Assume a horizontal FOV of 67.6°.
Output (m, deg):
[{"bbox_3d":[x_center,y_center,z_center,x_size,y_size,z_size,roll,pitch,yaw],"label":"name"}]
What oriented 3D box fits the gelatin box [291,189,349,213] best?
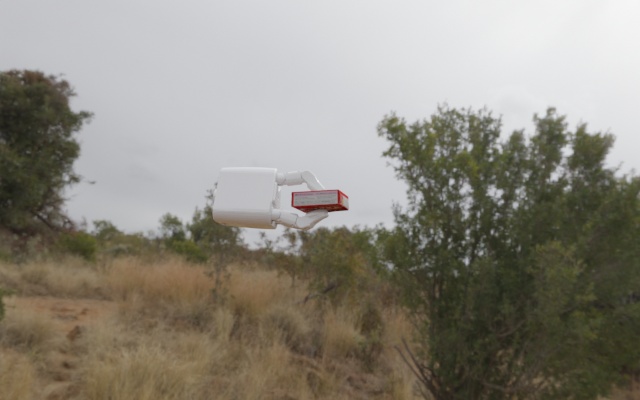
[{"bbox_3d":[0.000,0.002,0.857,0.089,0.030,0.073,-4,-11,16],"label":"gelatin box"}]
